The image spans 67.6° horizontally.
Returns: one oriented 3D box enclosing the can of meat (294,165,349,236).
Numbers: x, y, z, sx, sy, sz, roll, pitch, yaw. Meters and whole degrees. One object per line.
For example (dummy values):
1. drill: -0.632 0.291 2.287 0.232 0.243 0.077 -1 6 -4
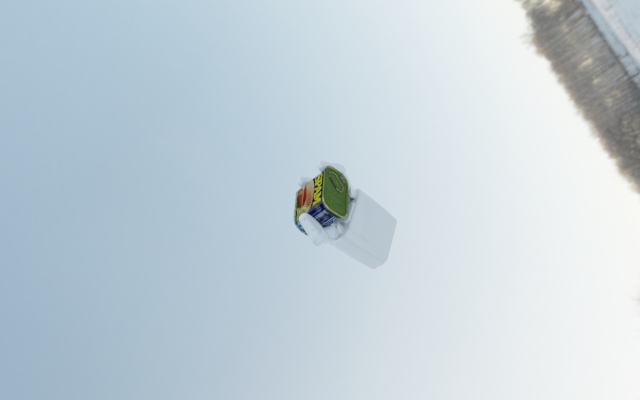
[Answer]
1. can of meat: 0.000 0.003 0.835 0.057 0.102 0.084 32 -49 -28
